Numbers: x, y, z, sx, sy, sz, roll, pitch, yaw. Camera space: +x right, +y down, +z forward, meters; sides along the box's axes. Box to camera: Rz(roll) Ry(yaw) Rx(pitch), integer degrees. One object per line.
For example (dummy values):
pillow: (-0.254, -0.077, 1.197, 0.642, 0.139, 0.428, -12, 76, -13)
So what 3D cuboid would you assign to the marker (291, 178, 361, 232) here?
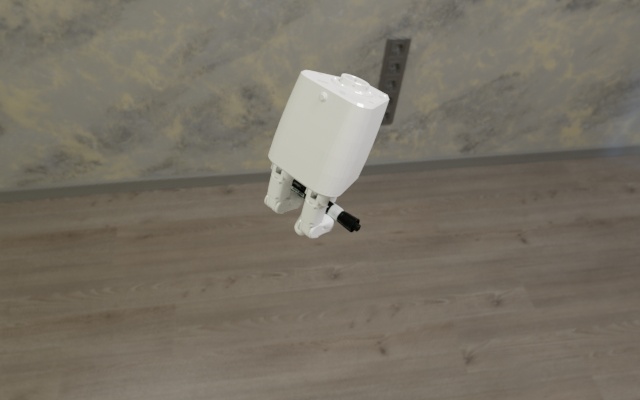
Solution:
marker: (0.000, 0.002, 0.590, 0.121, 0.020, 0.020, 35, 16, 24)
